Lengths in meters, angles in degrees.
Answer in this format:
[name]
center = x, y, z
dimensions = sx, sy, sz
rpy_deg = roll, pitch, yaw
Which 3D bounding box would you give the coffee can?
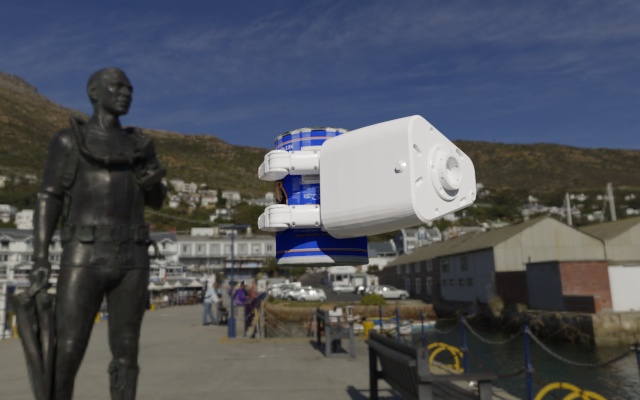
[coffee can]
center = 0.000, 0.002, 0.531
dimensions = 0.103, 0.140, 0.103
rpy_deg = -1, -10, 0
